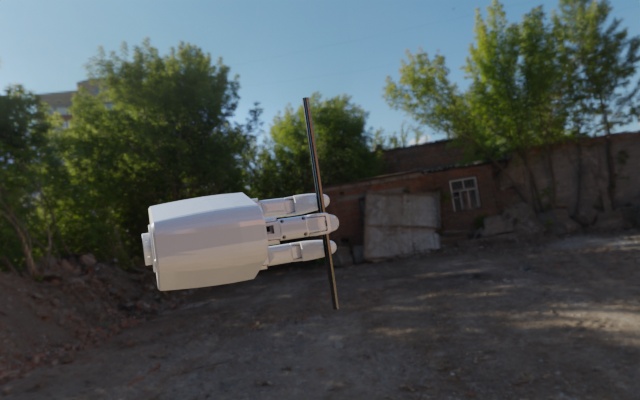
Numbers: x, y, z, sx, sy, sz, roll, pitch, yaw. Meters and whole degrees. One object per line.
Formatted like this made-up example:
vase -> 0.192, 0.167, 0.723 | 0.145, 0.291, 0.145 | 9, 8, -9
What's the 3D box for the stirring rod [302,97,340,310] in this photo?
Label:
stirring rod -> 0.000, 0.002, 0.539 | 0.011, 0.239, 0.011 | -8, -4, -1
